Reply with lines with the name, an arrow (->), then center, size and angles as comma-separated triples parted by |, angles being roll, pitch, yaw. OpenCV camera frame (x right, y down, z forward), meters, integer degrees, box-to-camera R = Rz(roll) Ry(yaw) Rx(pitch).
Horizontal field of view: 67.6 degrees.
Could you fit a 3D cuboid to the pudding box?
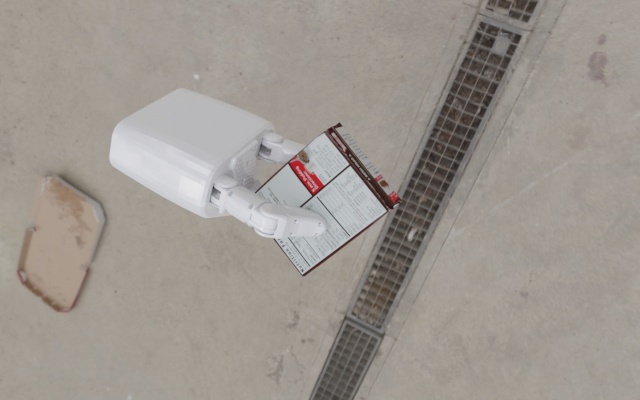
pudding box -> 0.000, 0.001, 0.425 | 0.113, 0.090, 0.039 | -40, -2, 29
